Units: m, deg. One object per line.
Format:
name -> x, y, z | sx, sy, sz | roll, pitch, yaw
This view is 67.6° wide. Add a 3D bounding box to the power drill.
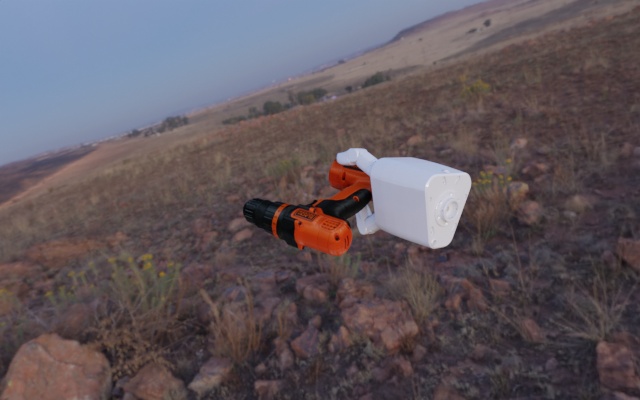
power drill -> 0.001, 0.002, 0.728 | 0.184, 0.057, 0.187 | 18, 41, 31
